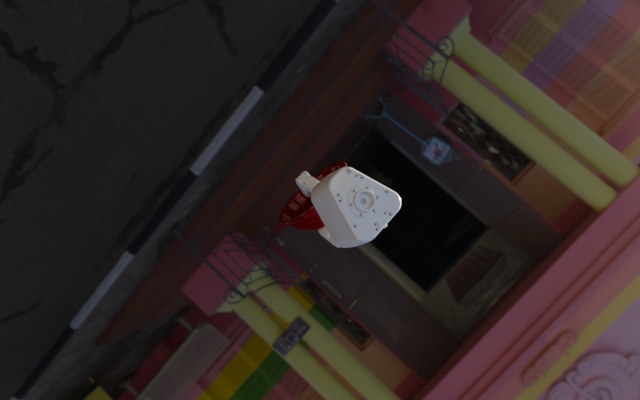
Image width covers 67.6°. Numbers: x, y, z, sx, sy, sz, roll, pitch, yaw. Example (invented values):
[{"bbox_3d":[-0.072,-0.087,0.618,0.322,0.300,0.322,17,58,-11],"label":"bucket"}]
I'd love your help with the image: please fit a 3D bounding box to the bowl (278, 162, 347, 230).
[{"bbox_3d":[0.000,0.003,0.871,0.162,0.055,0.162,-38,16,13],"label":"bowl"}]
